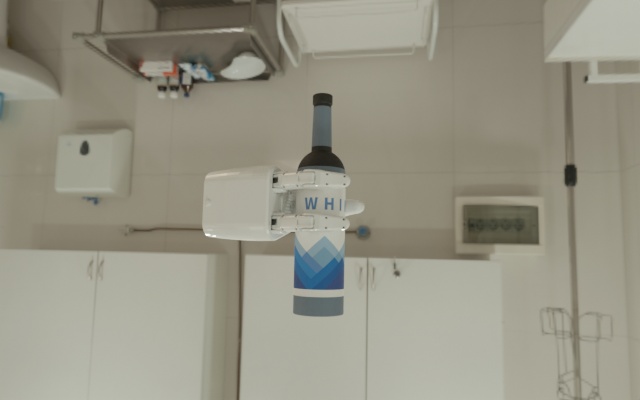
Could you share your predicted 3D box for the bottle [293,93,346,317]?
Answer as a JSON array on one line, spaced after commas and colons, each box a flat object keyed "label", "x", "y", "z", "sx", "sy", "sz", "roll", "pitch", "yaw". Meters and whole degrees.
[{"label": "bottle", "x": 0.000, "y": 0.002, "z": 0.641, "sx": 0.069, "sy": 0.295, "sz": 0.069, "roll": 1, "pitch": -6, "yaw": 0}]
